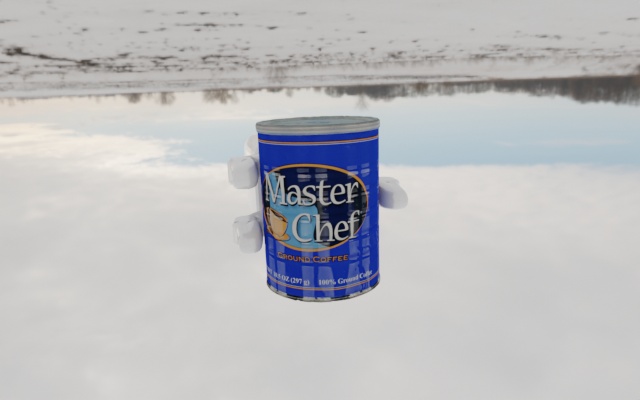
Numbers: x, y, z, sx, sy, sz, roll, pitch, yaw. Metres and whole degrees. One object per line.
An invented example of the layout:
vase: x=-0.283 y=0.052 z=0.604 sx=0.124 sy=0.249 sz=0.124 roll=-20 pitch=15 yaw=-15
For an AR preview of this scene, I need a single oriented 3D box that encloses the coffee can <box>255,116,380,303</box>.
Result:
coffee can: x=0.000 y=0.001 z=0.411 sx=0.103 sy=0.140 sz=0.102 roll=-2 pitch=13 yaw=0
